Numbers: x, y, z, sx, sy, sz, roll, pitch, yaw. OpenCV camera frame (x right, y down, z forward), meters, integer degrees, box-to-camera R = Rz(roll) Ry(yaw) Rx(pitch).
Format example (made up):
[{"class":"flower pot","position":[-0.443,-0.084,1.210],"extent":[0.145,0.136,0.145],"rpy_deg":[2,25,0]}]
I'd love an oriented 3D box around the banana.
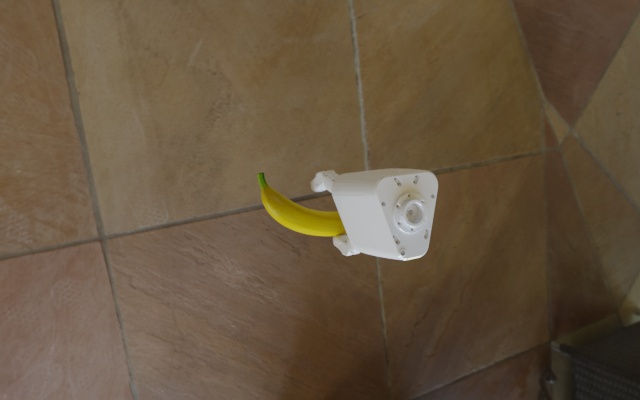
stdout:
[{"class":"banana","position":[-0.008,0.019,0.717],"extent":[0.198,0.069,0.037],"rpy_deg":[19,-9,-23]}]
